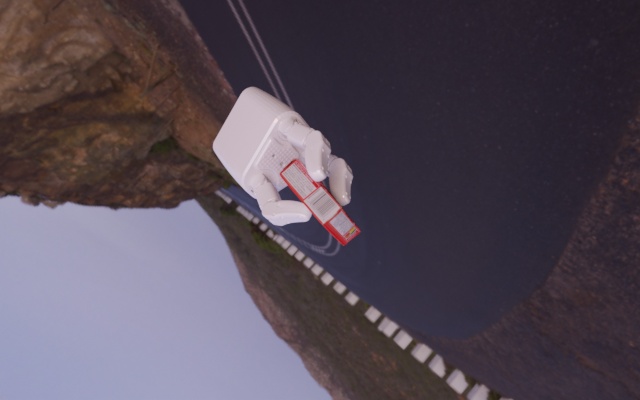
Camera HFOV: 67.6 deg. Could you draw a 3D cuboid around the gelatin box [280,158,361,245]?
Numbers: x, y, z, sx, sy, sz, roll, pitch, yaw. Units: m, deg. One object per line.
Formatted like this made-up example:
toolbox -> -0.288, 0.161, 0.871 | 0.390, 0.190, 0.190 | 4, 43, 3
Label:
gelatin box -> 0.000, 0.002, 0.537 | 0.089, 0.030, 0.073 | 48, 0, 31
